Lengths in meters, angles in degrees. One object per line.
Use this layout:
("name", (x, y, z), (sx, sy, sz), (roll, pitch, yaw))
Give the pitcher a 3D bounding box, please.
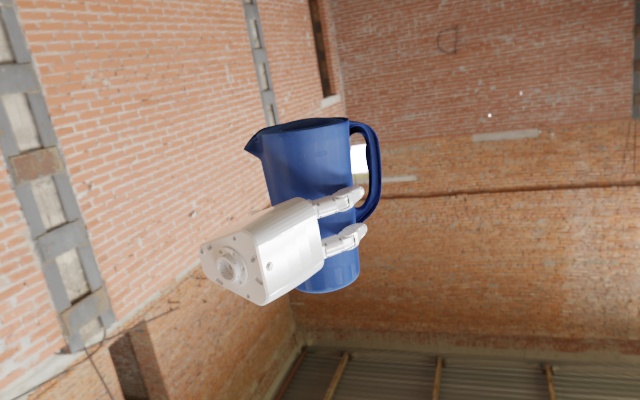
("pitcher", (0.000, 0.002, 0.691), (0.149, 0.243, 0.145), (2, 19, 35))
